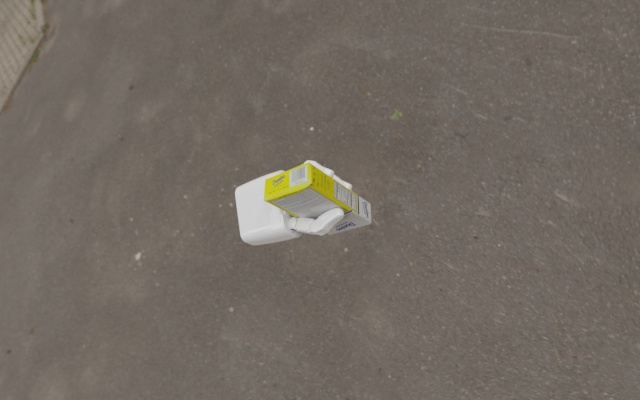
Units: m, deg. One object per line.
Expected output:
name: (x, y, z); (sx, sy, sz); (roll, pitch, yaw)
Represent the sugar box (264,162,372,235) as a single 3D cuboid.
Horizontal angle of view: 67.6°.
sugar box: (0.000, 0.002, 0.788); (0.093, 0.048, 0.176); (-17, -29, 32)
